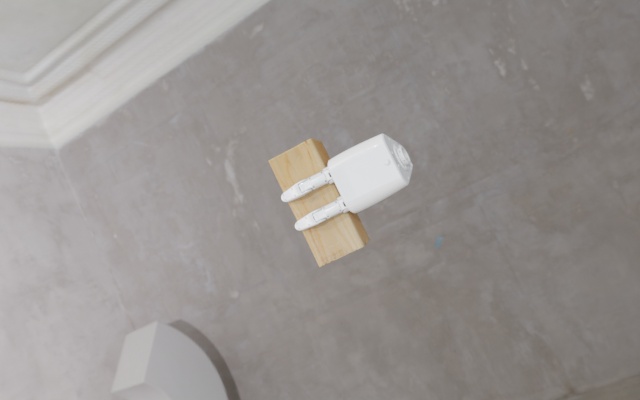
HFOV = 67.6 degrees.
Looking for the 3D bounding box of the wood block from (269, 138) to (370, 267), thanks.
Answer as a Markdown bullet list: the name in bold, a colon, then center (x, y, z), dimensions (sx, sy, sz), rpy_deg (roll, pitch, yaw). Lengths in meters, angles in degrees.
- **wood block**: center (0.000, 0.003, 0.860), dimensions (0.090, 0.206, 0.091), rpy_deg (-27, -3, 13)
